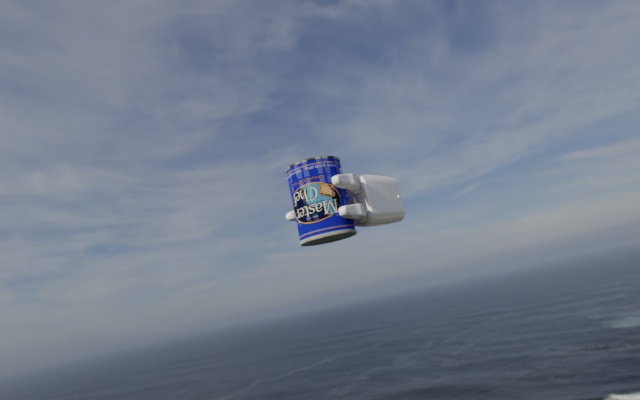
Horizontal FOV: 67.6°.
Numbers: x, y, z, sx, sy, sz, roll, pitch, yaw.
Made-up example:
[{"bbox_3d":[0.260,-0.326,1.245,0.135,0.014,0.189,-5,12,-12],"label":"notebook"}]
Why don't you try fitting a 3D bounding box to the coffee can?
[{"bbox_3d":[0.000,0.003,0.858,0.103,0.140,0.103,-12,-11,-2],"label":"coffee can"}]
